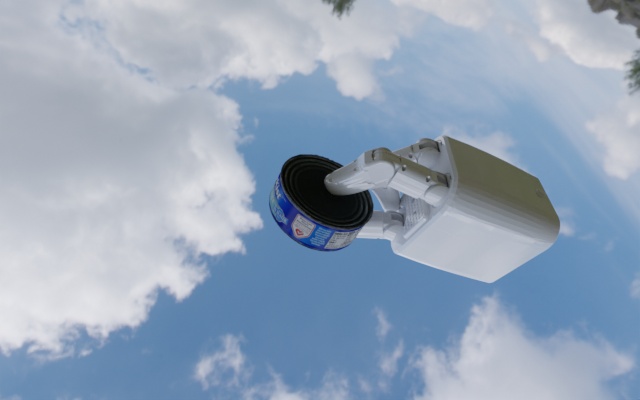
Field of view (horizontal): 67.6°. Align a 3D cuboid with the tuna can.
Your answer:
[{"bbox_3d":[0.000,0.002,0.409,0.086,0.086,0.034,0,-42,-34],"label":"tuna can"}]
